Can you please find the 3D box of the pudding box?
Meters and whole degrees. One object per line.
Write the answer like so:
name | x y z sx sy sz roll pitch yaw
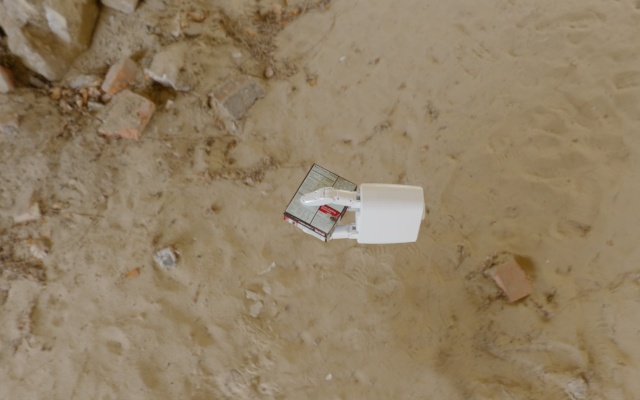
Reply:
pudding box | 0.000 0.003 0.833 0.090 0.113 0.039 27 -24 10
